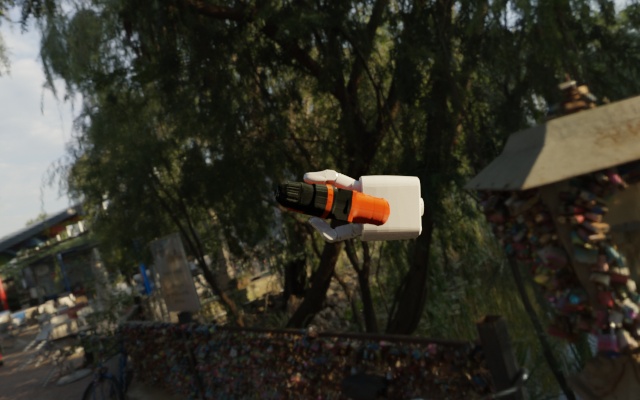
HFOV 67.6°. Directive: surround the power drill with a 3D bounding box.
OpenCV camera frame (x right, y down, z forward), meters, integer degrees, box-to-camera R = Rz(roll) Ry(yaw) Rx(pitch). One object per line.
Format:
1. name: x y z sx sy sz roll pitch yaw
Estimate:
1. power drill: 0.000 0.003 0.796 0.184 0.057 0.187 13 0 -17
